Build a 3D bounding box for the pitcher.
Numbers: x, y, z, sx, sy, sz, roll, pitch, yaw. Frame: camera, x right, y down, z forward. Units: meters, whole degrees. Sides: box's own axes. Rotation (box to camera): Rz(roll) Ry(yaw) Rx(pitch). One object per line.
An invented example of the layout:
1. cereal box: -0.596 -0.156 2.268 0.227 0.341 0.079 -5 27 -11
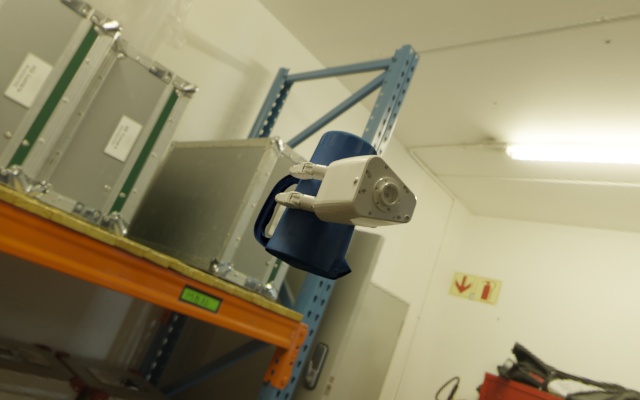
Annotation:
1. pitcher: 0.000 0.003 0.830 0.149 0.242 0.145 29 -16 -24
